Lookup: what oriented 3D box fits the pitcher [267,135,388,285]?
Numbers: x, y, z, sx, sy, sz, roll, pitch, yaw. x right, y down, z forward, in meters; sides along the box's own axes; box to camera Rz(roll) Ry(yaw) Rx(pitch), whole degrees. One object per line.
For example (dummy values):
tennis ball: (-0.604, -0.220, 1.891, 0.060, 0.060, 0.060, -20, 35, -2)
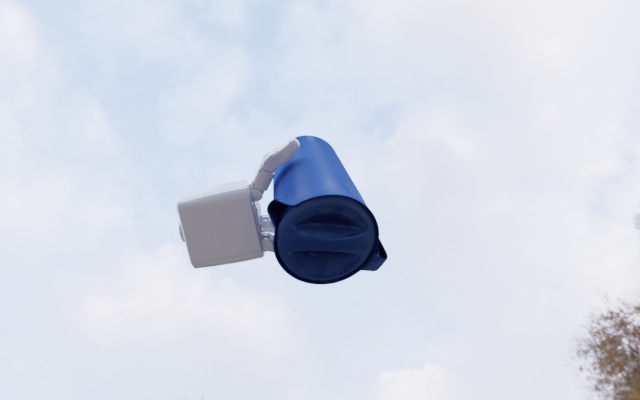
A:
pitcher: (0.000, 0.002, 0.691, 0.145, 0.149, 0.242, -13, 30, -2)
